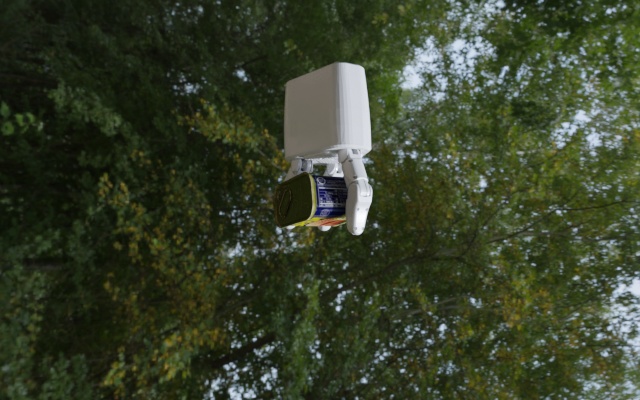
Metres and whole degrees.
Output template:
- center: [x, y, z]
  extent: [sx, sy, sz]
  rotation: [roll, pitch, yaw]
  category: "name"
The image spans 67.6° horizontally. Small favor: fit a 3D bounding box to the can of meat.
- center: [0.000, 0.002, 0.600]
  extent: [0.084, 0.057, 0.102]
  rotation: [2, -12, -31]
  category: "can of meat"
